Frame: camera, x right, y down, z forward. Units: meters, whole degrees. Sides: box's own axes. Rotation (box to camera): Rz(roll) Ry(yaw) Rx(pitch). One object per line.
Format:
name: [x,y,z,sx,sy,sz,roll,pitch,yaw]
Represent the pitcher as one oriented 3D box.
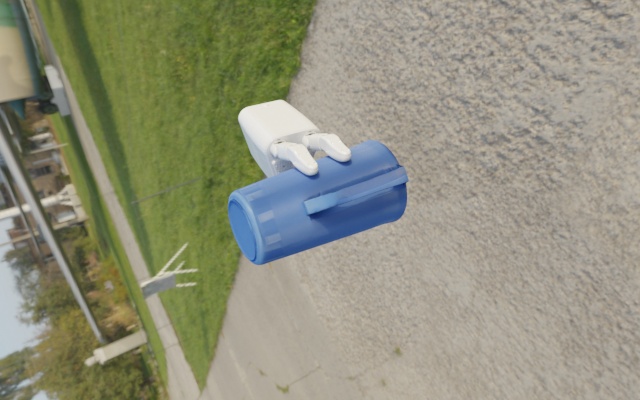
pitcher: [0.000,0.002,0.688,0.243,0.149,0.145,-20,48,-26]
